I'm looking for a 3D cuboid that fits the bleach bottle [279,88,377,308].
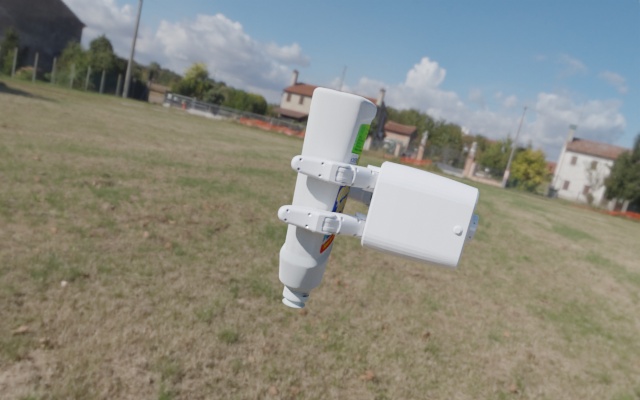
[{"bbox_3d":[0.000,0.002,0.561,0.068,0.251,0.102,16,9,13],"label":"bleach bottle"}]
